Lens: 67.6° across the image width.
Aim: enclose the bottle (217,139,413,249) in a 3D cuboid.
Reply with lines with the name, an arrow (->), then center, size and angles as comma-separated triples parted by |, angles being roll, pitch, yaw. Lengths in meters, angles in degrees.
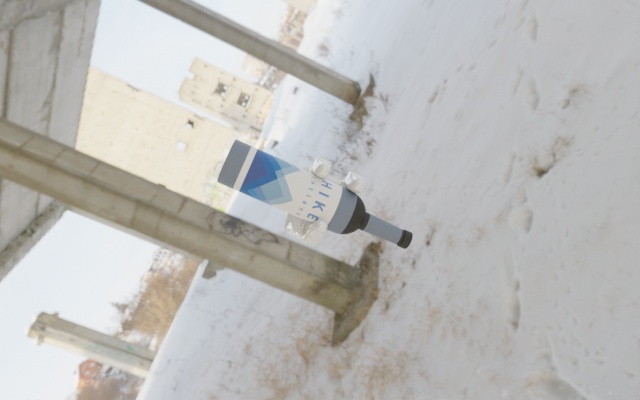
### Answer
bottle -> 0.000, 0.002, 0.696 | 0.296, 0.069, 0.069 | 24, -4, -10
